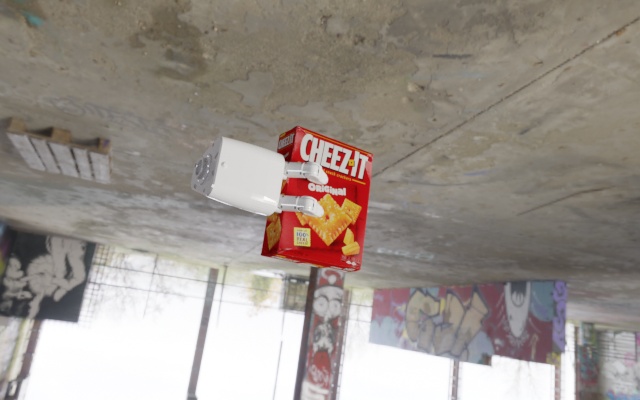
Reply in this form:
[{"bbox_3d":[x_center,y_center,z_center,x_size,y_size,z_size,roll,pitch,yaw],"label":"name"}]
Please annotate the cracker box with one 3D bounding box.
[{"bbox_3d":[0.000,0.003,0.807,0.164,0.213,0.072,16,-16,-30],"label":"cracker box"}]
